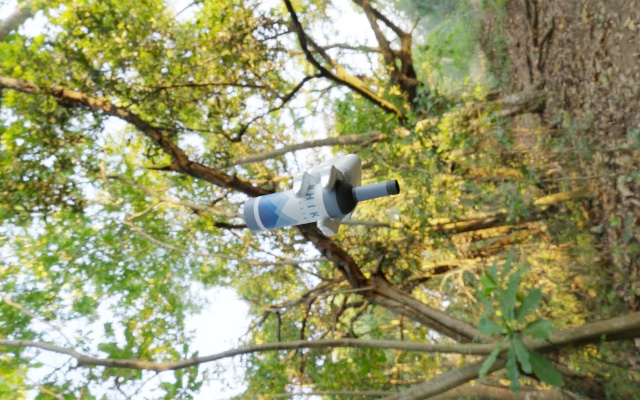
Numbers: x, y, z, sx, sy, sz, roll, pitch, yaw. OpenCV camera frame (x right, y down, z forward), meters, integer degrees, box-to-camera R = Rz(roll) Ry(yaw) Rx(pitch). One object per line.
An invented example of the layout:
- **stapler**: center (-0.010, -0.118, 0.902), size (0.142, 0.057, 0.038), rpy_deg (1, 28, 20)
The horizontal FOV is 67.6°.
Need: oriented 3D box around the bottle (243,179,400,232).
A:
- **bottle**: center (0.000, 0.003, 0.879), size (0.296, 0.069, 0.069), rpy_deg (-11, -4, 22)
